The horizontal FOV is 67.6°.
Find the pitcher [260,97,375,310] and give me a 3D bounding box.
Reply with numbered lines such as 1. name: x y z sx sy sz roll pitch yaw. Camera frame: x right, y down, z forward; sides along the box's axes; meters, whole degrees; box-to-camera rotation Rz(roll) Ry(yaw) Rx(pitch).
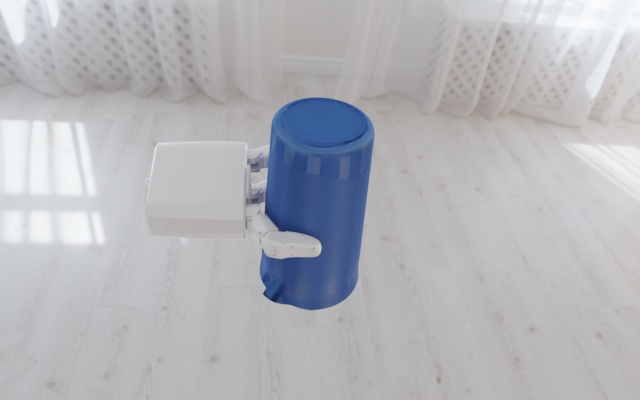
1. pitcher: 0.000 0.002 0.574 0.145 0.243 0.149 0 42 -7
